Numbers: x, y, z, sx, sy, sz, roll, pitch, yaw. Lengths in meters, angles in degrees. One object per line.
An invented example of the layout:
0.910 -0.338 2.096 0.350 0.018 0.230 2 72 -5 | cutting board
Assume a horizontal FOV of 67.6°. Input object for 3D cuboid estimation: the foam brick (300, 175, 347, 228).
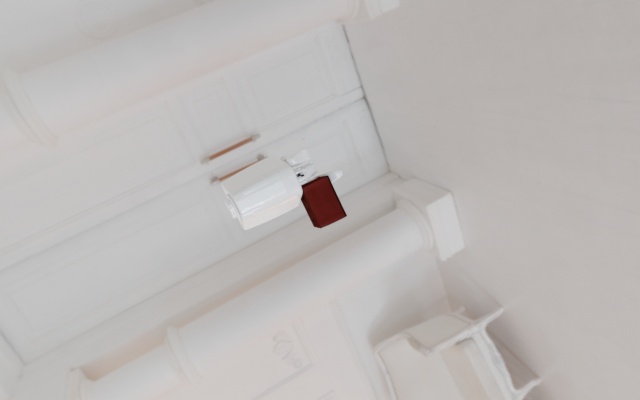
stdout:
0.000 0.003 0.814 0.051 0.078 0.053 -27 7 -14 | foam brick
